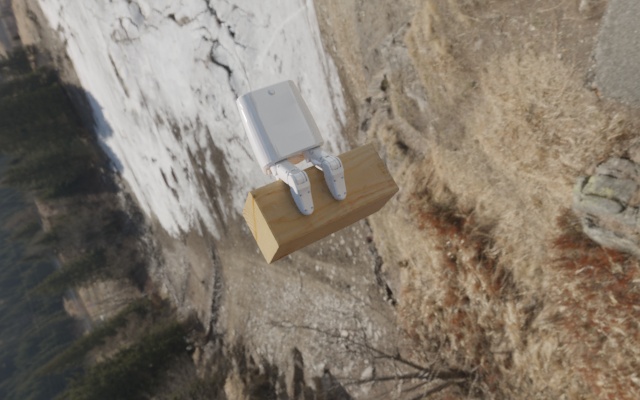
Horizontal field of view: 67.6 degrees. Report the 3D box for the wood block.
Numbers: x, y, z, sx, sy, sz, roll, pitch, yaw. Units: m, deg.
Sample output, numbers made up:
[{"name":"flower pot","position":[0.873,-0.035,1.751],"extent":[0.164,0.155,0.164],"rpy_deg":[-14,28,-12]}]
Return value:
[{"name":"wood block","position":[0.000,0.002,0.712],"extent":[0.206,0.090,0.091],"rpy_deg":[-24,-14,-24]}]
